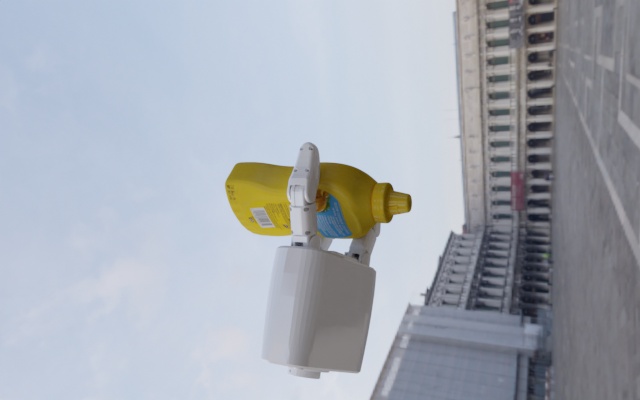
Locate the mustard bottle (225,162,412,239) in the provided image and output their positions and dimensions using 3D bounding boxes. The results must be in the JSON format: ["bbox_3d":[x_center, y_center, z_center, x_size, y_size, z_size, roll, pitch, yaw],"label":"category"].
[{"bbox_3d":[0.000,0.001,0.503,0.191,0.058,0.096,1,-42,25],"label":"mustard bottle"}]
